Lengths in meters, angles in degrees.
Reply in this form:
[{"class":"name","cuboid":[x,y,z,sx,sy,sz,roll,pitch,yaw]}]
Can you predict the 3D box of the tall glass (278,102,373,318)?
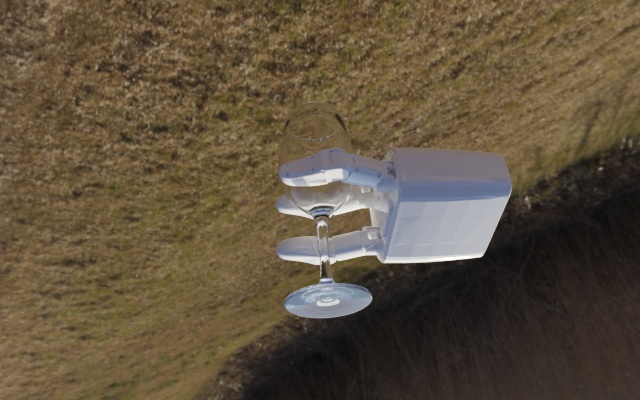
[{"class":"tall glass","cuboid":[0.000,0.002,0.450,0.079,0.201,0.079,-3,-32,-2]}]
